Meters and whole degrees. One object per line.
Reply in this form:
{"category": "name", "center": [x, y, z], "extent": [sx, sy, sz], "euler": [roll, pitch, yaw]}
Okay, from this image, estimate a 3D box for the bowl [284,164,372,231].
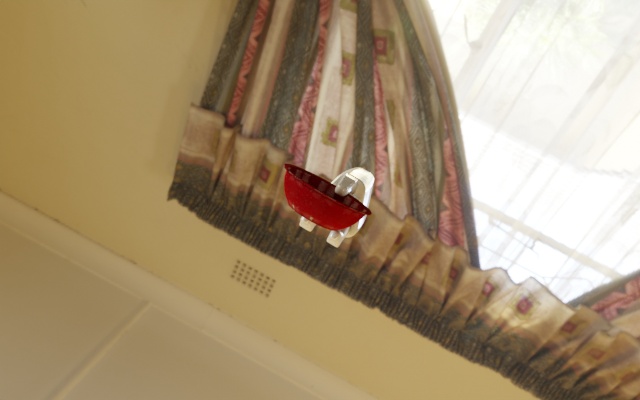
{"category": "bowl", "center": [-0.001, 0.003, 0.772], "extent": [0.162, 0.055, 0.162], "euler": [29, 9, -5]}
